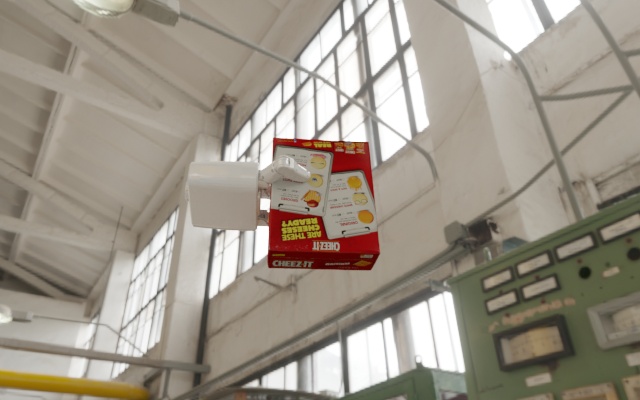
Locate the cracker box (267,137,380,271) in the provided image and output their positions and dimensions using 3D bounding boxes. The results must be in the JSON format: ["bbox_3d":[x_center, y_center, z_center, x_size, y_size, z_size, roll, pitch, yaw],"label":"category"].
[{"bbox_3d":[0.000,0.002,0.762,0.164,0.213,0.072,2,-34,-6],"label":"cracker box"}]
